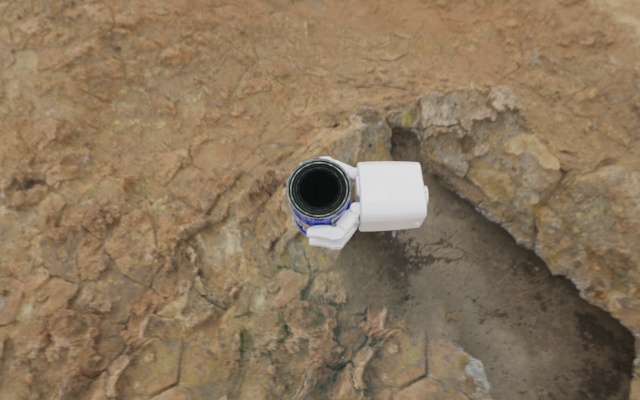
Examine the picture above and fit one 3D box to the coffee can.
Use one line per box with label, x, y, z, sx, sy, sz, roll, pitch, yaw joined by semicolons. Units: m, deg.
coffee can;0.000;0.003;0.812;0.103;0.102;0.140;0;-18;2
